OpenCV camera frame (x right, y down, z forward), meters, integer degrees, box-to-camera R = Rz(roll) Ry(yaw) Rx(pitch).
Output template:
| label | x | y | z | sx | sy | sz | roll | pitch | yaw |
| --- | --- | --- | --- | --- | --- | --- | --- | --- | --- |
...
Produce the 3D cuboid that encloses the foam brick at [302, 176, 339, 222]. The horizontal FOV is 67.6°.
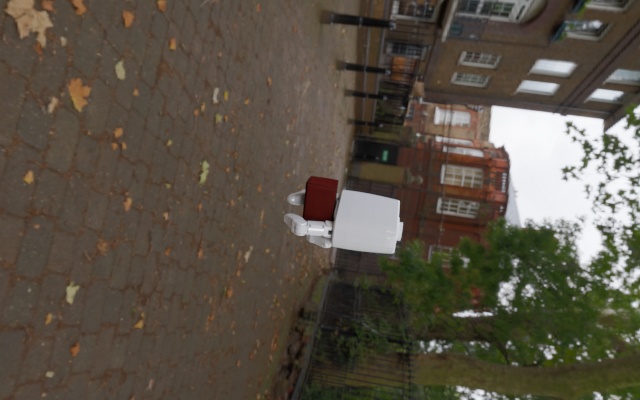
| label | x | y | z | sx | sy | sz | roll | pitch | yaw |
| --- | --- | --- | --- | --- | --- | --- | --- | --- | --- |
| foam brick | 0.000 | 0.002 | 0.824 | 0.051 | 0.078 | 0.053 | 9 | 19 | 6 |
